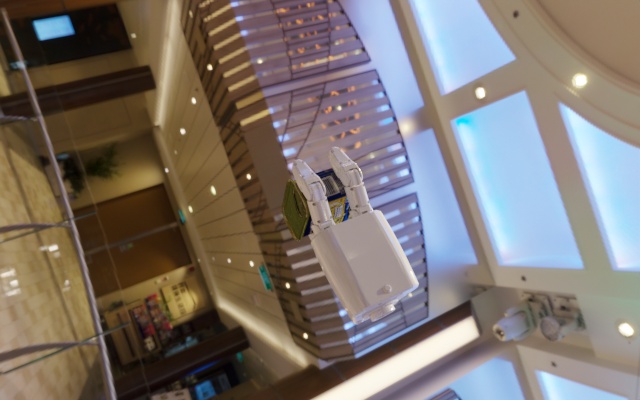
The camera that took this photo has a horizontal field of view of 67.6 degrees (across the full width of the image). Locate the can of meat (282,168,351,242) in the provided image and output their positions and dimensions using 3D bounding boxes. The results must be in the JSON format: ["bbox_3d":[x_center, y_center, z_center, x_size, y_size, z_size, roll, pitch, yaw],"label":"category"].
[{"bbox_3d":[0.000,0.002,0.646,0.084,0.057,0.102,-19,-25,-21],"label":"can of meat"}]
